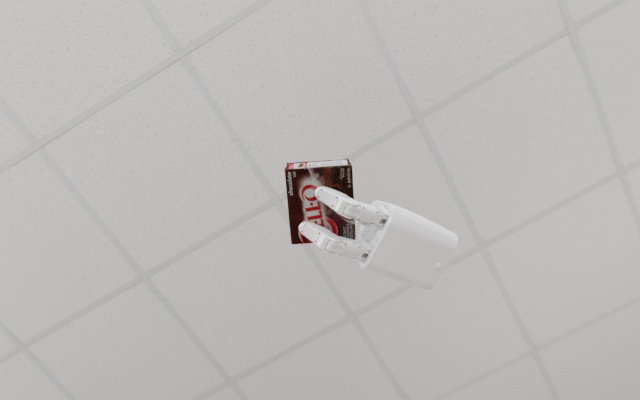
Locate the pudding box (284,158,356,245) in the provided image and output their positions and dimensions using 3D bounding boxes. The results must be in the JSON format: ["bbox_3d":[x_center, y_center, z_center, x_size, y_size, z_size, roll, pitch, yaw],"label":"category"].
[{"bbox_3d":[0.000,0.002,0.655,0.090,0.113,0.039,-4,19,-1],"label":"pudding box"}]
